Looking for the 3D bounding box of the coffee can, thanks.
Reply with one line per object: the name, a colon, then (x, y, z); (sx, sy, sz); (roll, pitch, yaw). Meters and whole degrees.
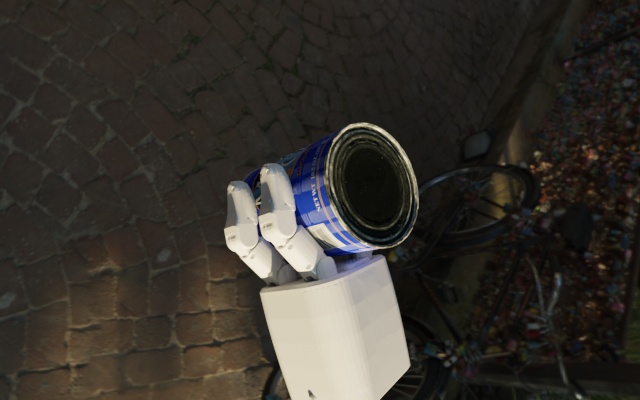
coffee can: (0.000, 0.001, 0.427); (0.103, 0.103, 0.140); (0, -12, -40)
